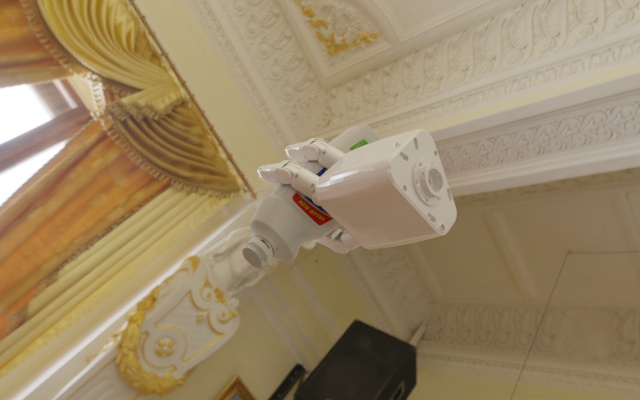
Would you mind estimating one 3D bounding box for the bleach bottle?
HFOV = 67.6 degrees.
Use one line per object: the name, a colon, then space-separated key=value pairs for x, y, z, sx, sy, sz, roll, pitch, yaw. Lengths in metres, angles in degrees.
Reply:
bleach bottle: x=0.000 y=0.002 z=0.601 sx=0.068 sy=0.102 sz=0.250 roll=-16 pitch=21 yaw=48
